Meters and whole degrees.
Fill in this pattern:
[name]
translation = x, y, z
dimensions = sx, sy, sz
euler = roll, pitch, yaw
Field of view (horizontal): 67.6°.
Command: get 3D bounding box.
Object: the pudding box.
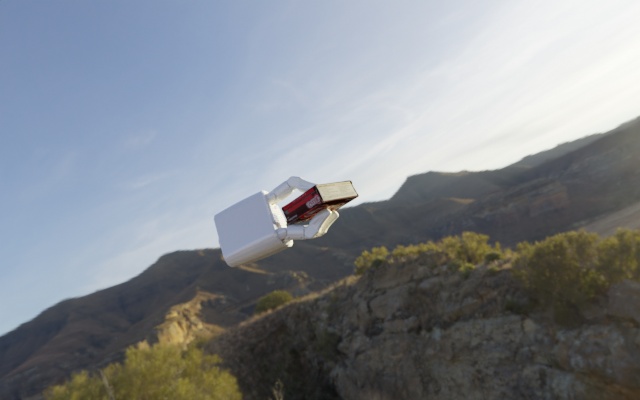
[pudding box]
translation = 0.000, 0.003, 0.845
dimensions = 0.090, 0.039, 0.113
euler = -32, -11, 35
